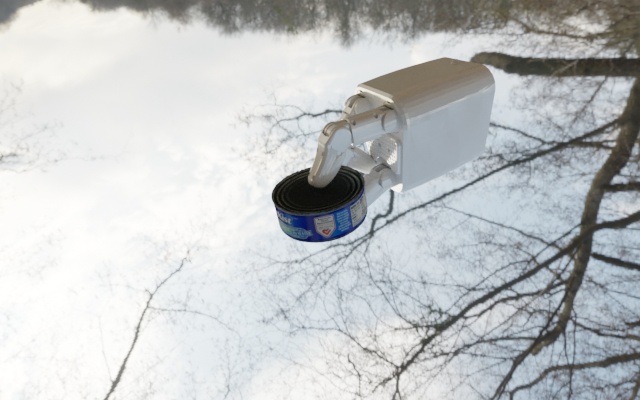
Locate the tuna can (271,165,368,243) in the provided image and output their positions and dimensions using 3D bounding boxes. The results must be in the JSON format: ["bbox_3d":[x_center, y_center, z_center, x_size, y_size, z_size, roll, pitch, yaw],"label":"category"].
[{"bbox_3d":[0.000,0.002,0.441,0.086,0.034,0.086,-8,31,5],"label":"tuna can"}]
